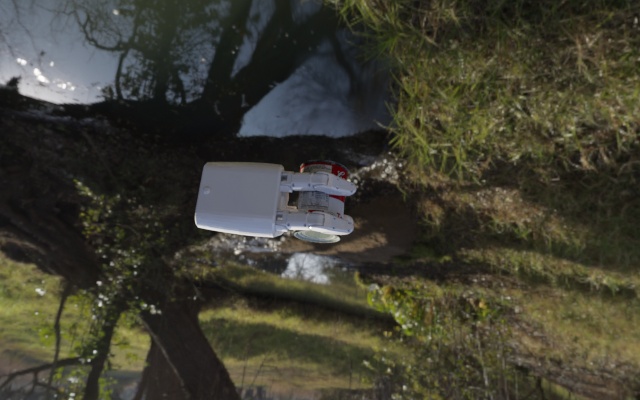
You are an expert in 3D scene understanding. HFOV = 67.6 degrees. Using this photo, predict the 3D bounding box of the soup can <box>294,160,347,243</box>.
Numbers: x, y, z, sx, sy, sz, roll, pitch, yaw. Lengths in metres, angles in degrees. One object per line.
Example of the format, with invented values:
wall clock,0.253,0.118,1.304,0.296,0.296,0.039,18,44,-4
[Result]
soup can,0.001,0.003,0.671,0.068,0.102,0.068,5,-18,2
